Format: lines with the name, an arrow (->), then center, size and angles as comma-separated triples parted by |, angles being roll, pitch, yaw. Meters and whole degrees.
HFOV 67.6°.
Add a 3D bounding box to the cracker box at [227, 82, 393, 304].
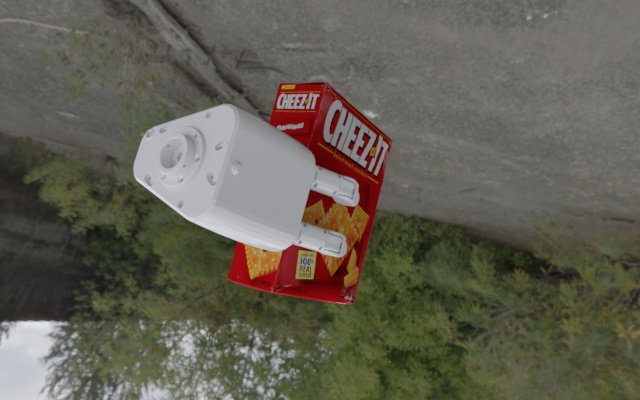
cracker box -> 0.000, 0.002, 0.535 | 0.072, 0.213, 0.164 | 9, -10, 35
